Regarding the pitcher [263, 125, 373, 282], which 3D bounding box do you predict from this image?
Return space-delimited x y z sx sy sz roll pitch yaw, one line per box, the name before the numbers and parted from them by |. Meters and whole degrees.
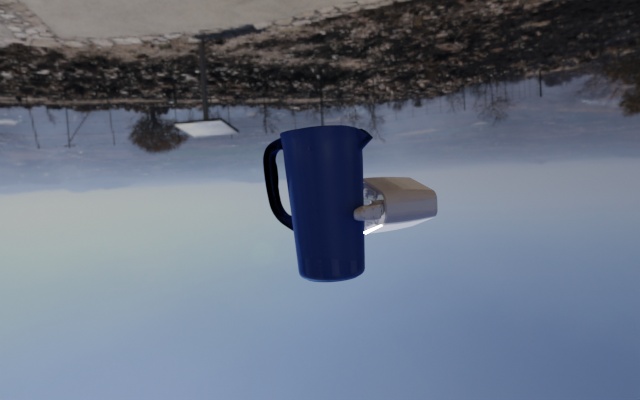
pitcher | 0.000 0.003 0.772 0.145 0.243 0.149 -5 3 -24
